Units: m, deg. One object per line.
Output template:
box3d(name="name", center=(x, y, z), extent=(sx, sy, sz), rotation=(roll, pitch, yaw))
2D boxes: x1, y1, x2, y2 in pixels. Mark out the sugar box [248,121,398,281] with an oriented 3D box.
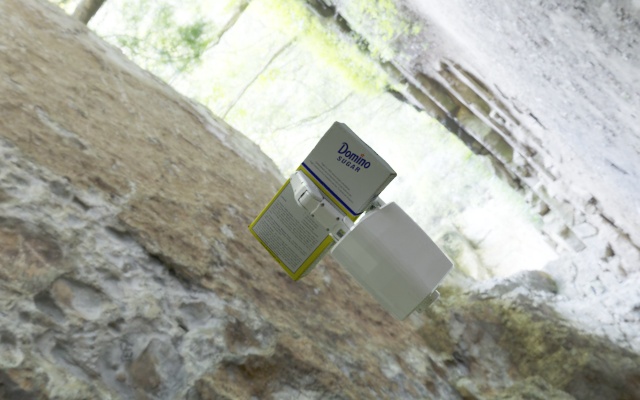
box3d(name="sugar box", center=(0.000, 0.002, 0.573), extent=(0.093, 0.176, 0.048), rotation=(46, 16, 13))
